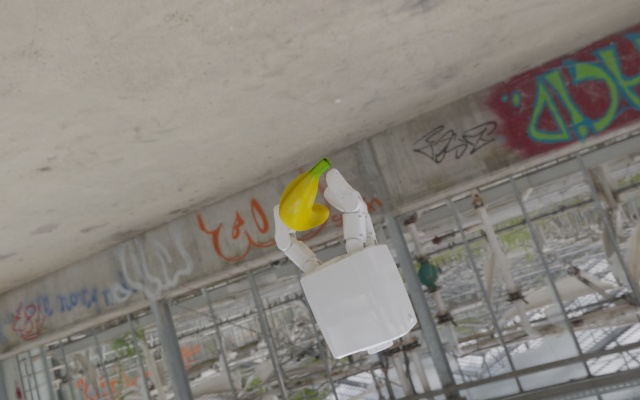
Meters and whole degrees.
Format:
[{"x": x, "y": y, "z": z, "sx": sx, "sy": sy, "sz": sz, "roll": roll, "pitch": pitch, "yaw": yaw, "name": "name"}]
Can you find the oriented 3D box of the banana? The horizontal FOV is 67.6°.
[{"x": -0.017, "y": 0.009, "z": 0.573, "sx": 0.069, "sy": 0.037, "sz": 0.198, "roll": -26, "pitch": -13, "yaw": -7, "name": "banana"}]
